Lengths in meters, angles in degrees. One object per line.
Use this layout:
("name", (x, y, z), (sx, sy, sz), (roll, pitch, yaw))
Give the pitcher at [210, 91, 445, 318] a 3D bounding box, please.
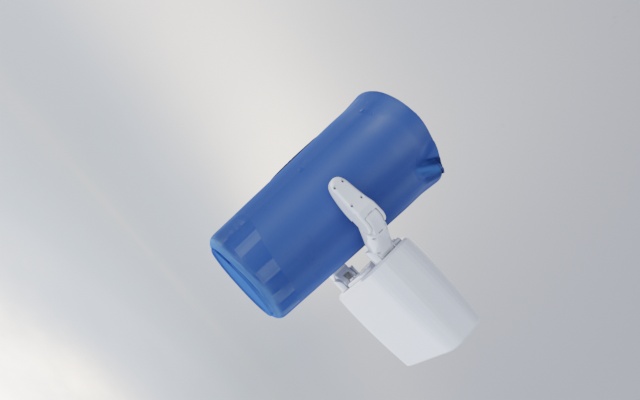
("pitcher", (0.000, 0.002, 0.516), (0.242, 0.145, 0.149), (-42, -6, -19))
